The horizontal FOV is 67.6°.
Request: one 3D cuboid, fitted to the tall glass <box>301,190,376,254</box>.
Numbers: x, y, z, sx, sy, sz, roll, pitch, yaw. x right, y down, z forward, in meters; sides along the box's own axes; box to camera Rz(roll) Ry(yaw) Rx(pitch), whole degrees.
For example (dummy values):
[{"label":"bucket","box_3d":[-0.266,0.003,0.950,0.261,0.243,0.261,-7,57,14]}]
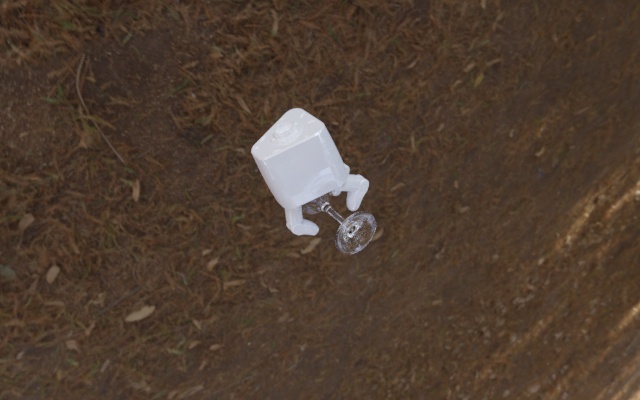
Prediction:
[{"label":"tall glass","box_3d":[0.000,0.003,0.778,0.079,0.079,0.201,0,27,-37]}]
